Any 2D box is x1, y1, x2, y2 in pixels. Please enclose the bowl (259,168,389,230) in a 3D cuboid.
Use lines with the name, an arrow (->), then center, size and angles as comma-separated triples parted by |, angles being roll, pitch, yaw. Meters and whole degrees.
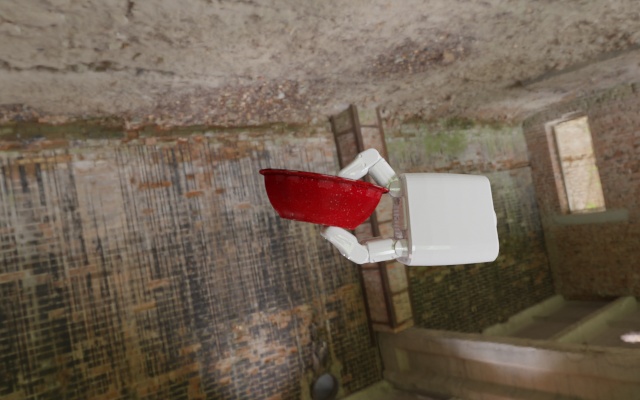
bowl -> -0.001, 0.002, 0.588 | 0.162, 0.055, 0.162 | 9, -3, 0
